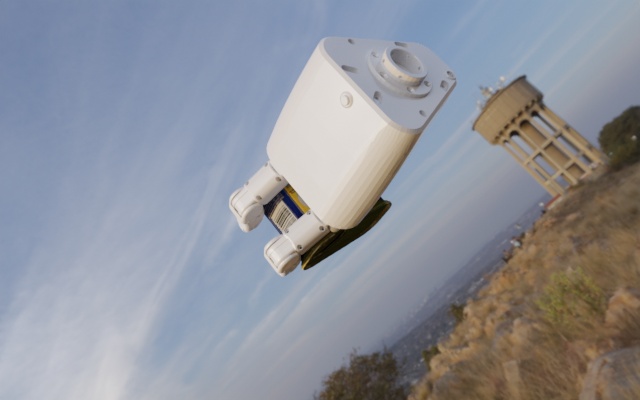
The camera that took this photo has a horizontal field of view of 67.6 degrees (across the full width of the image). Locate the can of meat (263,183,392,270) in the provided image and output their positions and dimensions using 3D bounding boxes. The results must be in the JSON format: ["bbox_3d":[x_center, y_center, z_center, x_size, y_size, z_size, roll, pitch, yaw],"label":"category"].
[{"bbox_3d":[0.000,0.001,0.438,0.102,0.084,0.057,-27,-20,-38],"label":"can of meat"}]
